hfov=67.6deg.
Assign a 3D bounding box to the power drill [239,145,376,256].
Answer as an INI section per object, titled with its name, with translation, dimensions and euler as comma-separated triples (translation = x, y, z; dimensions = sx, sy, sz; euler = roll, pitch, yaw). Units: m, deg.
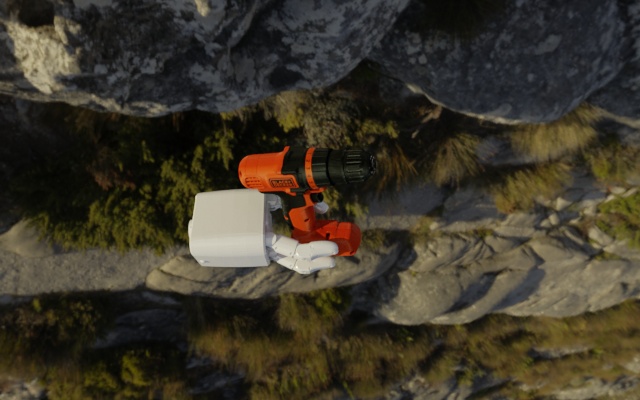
[power drill]
translation = 0.000, 0.003, 0.662
dimensions = 0.184, 0.057, 0.188
euler = 0, -42, 22
